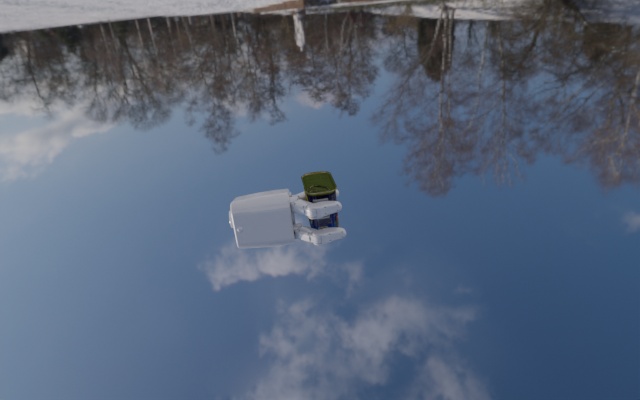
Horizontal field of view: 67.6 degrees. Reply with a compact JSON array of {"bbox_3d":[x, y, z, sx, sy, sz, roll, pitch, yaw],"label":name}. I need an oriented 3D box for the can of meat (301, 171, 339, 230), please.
[{"bbox_3d":[0.000,0.003,0.889,0.057,0.084,0.102,-8,25,-6],"label":"can of meat"}]
